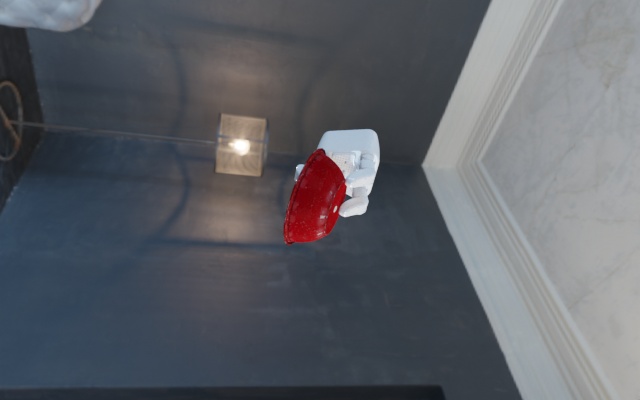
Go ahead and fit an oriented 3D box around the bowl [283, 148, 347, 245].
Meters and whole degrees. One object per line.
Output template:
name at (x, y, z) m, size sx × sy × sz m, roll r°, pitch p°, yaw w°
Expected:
bowl at (0.000, 0.003, 0.749) m, size 0.055 × 0.162 × 0.162 m, roll 20°, pitch 5°, yaw 13°
